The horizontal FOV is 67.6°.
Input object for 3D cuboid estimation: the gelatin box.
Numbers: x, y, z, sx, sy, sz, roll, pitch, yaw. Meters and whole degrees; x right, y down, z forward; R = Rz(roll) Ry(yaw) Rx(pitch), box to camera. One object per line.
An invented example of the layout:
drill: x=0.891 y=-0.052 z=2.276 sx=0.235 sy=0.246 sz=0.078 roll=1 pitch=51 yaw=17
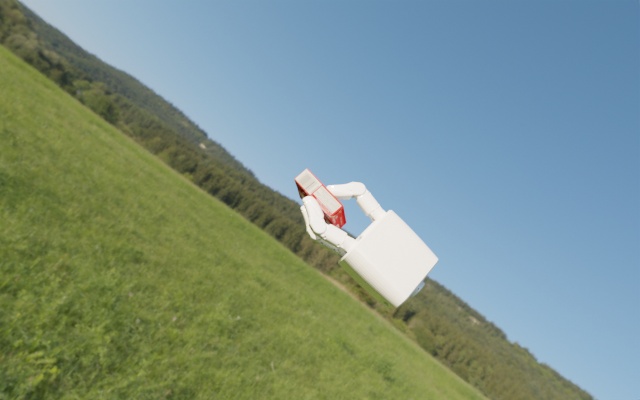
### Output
gelatin box: x=0.000 y=0.002 z=0.745 sx=0.030 sy=0.089 sz=0.073 roll=-40 pitch=-20 yaw=-11
